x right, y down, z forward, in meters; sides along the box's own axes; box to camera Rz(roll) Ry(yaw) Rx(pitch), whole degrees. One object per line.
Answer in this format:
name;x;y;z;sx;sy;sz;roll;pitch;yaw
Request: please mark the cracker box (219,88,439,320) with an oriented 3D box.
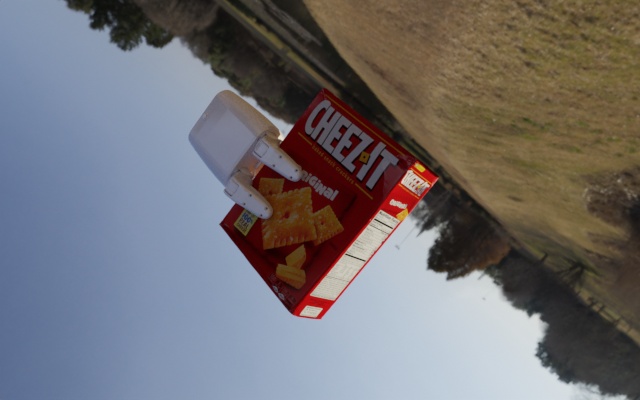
cracker box;0.000;0.002;0.552;0.164;0.214;0.072;45;12;35
